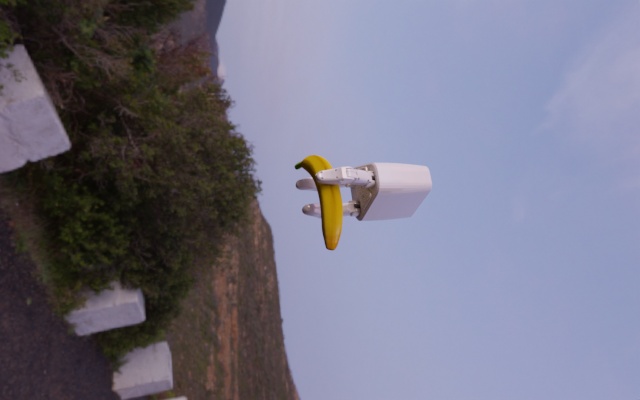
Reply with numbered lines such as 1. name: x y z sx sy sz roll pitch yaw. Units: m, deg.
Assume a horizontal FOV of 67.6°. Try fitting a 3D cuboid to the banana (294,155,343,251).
1. banana: 0.006 -0.013 0.784 0.037 0.197 0.070 3 -45 -26
